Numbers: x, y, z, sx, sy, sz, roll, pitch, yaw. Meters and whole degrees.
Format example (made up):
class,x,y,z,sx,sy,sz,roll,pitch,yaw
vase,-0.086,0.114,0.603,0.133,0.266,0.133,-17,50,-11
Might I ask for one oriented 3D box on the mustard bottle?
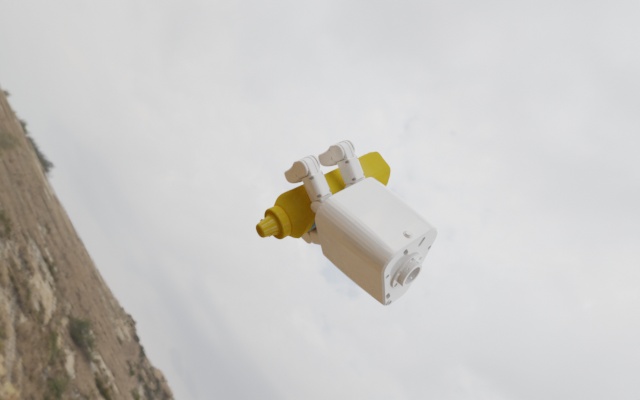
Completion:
class,x,y,z,sx,sy,sz,roll,pitch,yaw
mustard bottle,0.000,0.002,0.617,0.191,0.058,0.096,-27,-14,-33
